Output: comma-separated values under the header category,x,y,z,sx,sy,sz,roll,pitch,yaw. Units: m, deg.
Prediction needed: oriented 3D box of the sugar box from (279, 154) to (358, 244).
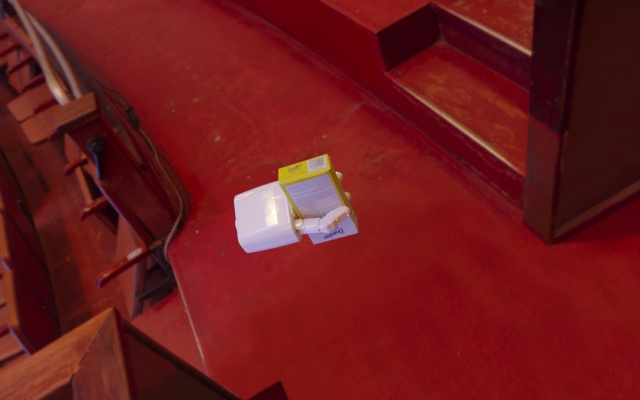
category,x,y,z,sx,sy,sz,roll,pitch,yaw
sugar box,0.000,0.002,0.861,0.093,0.048,0.176,-15,-42,11
